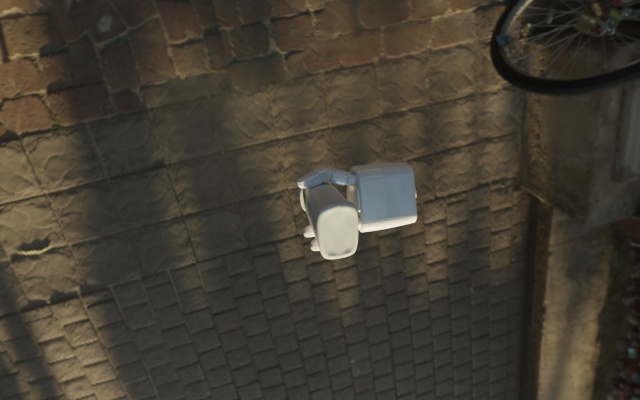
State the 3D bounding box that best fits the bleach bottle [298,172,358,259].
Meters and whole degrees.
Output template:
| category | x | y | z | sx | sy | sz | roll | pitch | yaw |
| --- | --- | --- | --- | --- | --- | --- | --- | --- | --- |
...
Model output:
| category | x | y | z | sx | sy | sz | roll | pitch | yaw |
| --- | --- | --- | --- | --- | --- | --- | --- | --- | --- |
| bleach bottle | 0.000 | 0.003 | 0.860 | 0.068 | 0.103 | 0.250 | -8 | 25 | -11 |
